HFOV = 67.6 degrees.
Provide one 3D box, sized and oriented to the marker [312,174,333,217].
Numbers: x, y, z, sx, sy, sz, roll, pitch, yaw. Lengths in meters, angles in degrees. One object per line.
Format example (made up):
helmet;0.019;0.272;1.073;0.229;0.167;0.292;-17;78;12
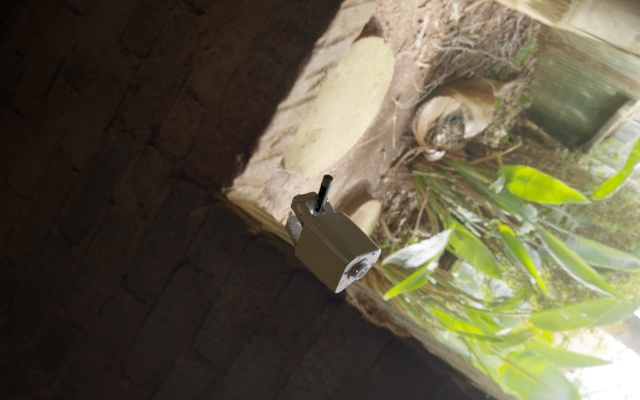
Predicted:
marker;0.000;0.003;0.876;0.020;0.121;0.020;10;42;-9
